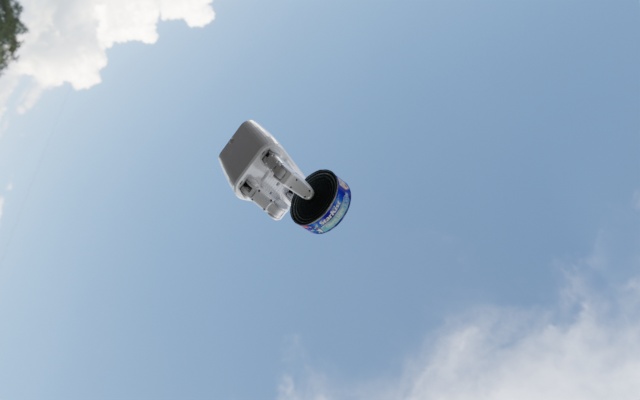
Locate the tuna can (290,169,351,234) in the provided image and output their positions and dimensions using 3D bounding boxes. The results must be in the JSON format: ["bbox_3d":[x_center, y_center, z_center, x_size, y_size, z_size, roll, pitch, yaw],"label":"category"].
[{"bbox_3d":[0.001,0.002,0.654,0.086,0.086,0.034,0,-28,48],"label":"tuna can"}]
